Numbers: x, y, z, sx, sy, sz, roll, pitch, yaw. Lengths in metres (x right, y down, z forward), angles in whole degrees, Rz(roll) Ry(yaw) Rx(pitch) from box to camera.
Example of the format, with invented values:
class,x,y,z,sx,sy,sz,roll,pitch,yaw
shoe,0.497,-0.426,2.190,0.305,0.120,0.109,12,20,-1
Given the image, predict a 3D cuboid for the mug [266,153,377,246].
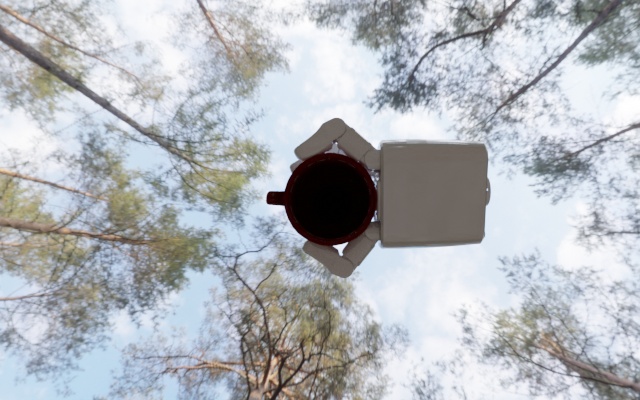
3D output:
class,x,y,z,sx,sy,sz,roll,pitch,yaw
mug,-0.001,0.002,0.514,0.117,0.093,0.081,0,-5,4
